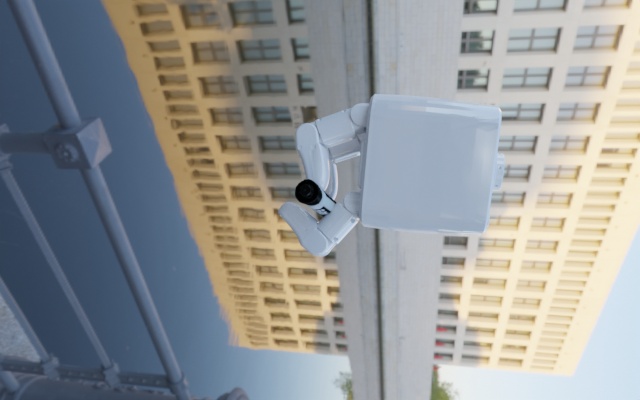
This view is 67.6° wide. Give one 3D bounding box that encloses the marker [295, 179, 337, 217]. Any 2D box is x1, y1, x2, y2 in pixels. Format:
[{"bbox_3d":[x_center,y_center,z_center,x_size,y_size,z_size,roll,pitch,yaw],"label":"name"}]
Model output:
[{"bbox_3d":[0.000,0.001,0.406,0.020,0.020,0.121,0,-9,10],"label":"marker"}]
